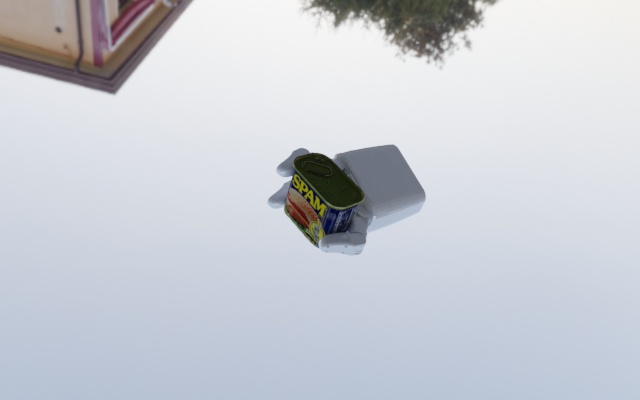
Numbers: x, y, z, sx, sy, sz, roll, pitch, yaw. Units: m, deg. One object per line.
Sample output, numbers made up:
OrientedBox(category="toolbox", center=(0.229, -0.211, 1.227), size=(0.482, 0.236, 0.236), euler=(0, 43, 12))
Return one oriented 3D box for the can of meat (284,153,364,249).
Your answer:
OrientedBox(category="can of meat", center=(0.000, 0.002, 0.624), size=(0.057, 0.084, 0.102), euler=(-19, 53, -35))
